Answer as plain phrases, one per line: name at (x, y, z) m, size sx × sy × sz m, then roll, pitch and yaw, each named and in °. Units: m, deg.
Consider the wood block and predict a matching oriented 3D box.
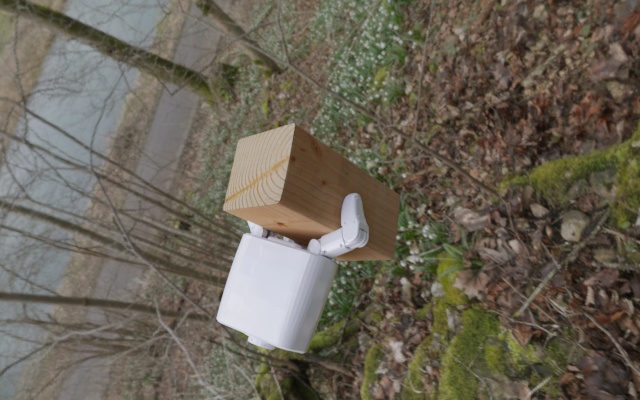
wood block at (0.000, 0.002, 0.569) m, size 0.091 × 0.090 × 0.206 m, roll -8°, pitch -25°, yaw 40°
